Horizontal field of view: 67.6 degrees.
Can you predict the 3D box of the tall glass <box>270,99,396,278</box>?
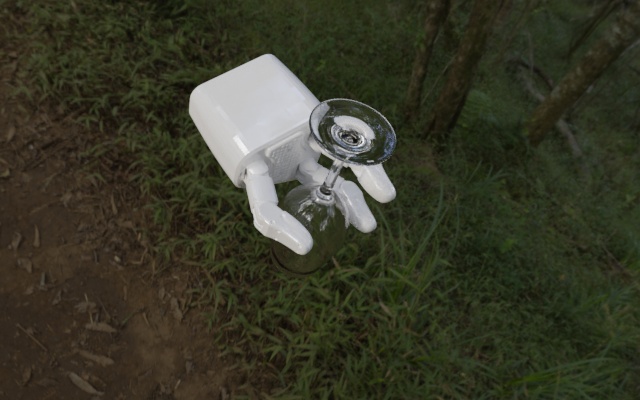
[{"bbox_3d":[0.000,0.001,0.461,0.079,0.079,0.201,0,-36,-19],"label":"tall glass"}]
